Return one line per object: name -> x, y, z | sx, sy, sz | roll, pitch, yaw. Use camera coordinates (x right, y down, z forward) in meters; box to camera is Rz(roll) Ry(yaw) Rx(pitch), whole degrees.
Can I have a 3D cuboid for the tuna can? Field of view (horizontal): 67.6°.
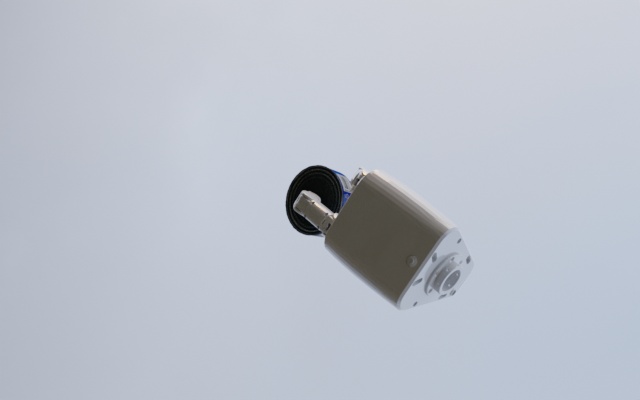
tuna can -> 0.000, 0.002, 0.583 | 0.086, 0.086, 0.034 | 0, -9, 37
